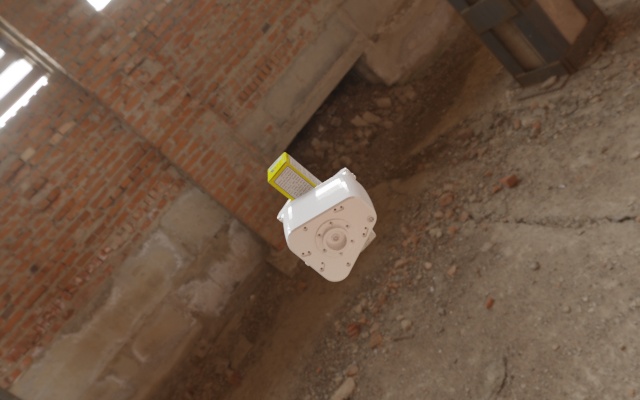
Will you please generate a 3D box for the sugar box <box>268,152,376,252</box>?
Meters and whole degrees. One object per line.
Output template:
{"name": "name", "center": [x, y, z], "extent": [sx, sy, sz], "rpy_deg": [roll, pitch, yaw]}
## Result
{"name": "sugar box", "center": [0.000, 0.003, 0.725], "extent": [0.176, 0.048, 0.093], "rpy_deg": [42, 8, -14]}
